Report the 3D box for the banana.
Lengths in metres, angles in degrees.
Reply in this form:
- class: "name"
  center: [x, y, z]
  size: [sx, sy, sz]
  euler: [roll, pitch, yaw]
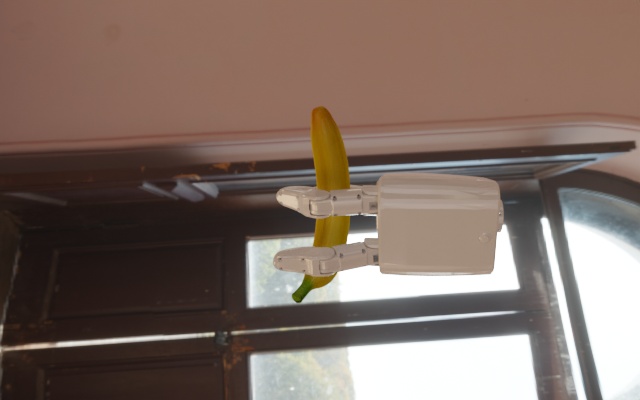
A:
- class: "banana"
  center: [0.007, 0.005, 0.498]
  size: [0.037, 0.198, 0.069]
  euler: [5, 2, 24]
